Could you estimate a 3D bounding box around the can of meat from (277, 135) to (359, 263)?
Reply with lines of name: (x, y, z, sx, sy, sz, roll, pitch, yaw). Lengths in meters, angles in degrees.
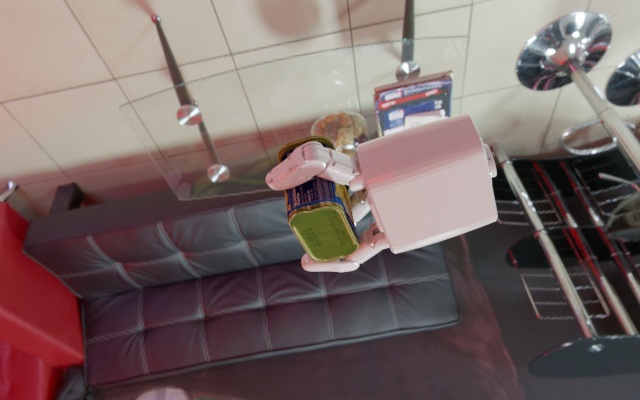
can of meat: (0.000, 0.002, 0.472, 0.057, 0.084, 0.102, -16, -37, 9)
